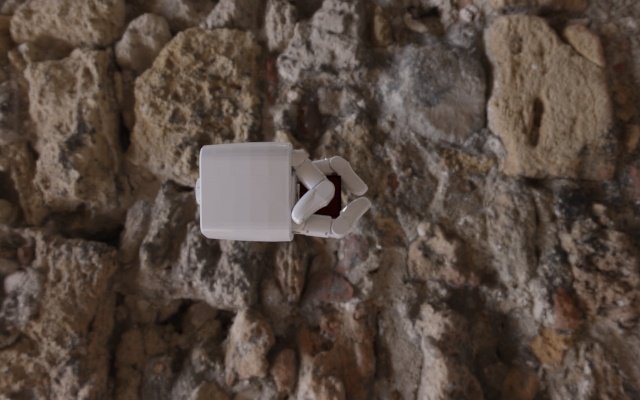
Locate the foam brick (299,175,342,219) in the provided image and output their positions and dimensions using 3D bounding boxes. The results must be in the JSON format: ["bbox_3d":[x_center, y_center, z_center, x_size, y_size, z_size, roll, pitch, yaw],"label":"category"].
[{"bbox_3d":[0.000,0.002,0.613,0.051,0.053,0.078,0,-14,1],"label":"foam brick"}]
